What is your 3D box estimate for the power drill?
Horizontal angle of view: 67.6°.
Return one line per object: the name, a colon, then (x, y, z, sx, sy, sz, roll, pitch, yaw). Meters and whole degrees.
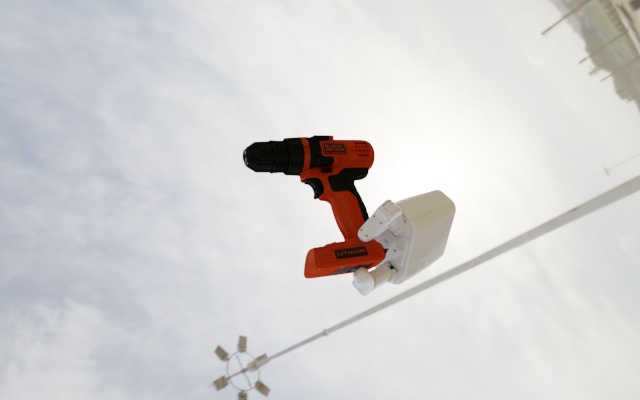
power drill: (0.000, 0.002, 0.618, 0.184, 0.187, 0.057, -4, -20, -21)
